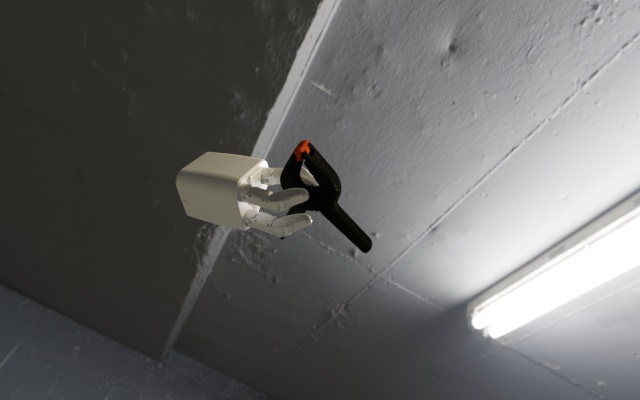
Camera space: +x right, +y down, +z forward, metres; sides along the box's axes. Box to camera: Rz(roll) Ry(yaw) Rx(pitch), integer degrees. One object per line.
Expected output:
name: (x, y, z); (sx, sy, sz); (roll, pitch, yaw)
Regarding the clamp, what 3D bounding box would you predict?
clamp: (0.000, 0.001, 0.728); (0.164, 0.210, 0.036); (11, 46, 16)
